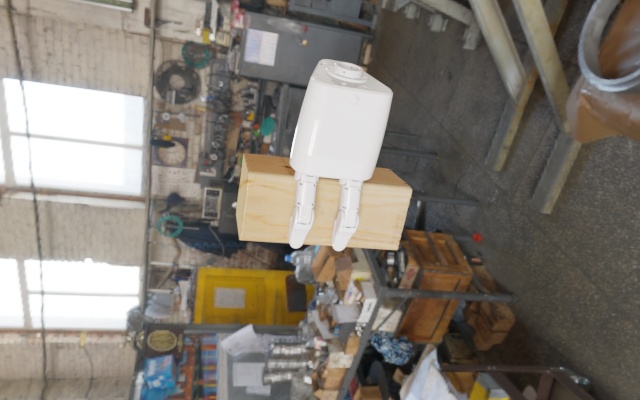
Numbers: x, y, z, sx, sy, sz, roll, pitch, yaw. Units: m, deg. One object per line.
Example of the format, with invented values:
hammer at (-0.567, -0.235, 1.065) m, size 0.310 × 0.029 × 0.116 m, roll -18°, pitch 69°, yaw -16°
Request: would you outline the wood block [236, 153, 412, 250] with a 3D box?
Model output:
wood block at (0.000, 0.002, 0.624) m, size 0.206 × 0.090 × 0.090 m, roll 5°, pitch 19°, yaw -15°
